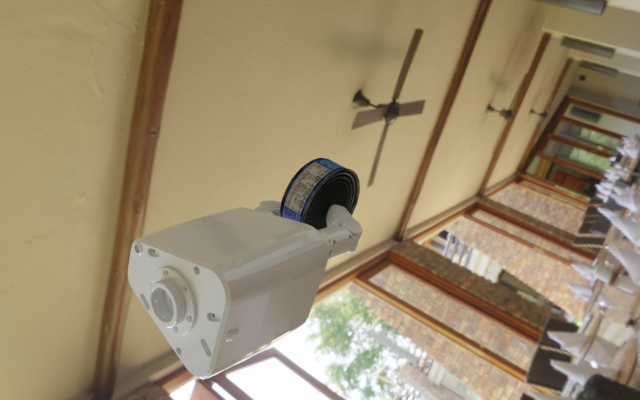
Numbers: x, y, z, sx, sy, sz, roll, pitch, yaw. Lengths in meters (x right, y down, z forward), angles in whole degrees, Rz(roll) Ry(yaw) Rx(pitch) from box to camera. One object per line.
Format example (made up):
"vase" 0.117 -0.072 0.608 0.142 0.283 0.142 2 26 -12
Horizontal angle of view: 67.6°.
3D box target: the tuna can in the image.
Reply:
"tuna can" 0.000 0.001 0.478 0.033 0.086 0.086 30 17 31
